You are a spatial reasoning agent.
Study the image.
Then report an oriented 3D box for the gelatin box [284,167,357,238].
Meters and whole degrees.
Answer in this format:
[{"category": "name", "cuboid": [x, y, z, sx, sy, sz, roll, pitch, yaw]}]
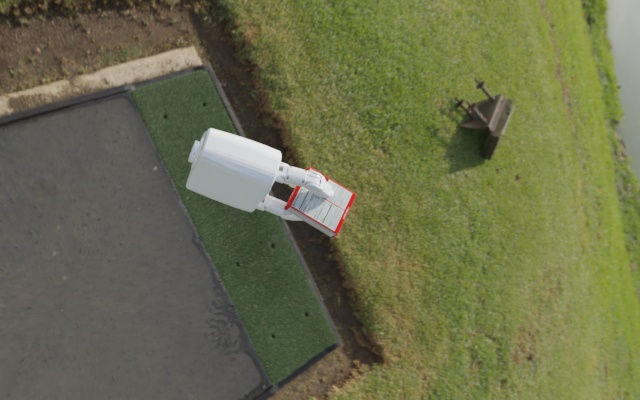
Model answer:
[{"category": "gelatin box", "cuboid": [0.001, 0.002, 0.725, 0.089, 0.073, 0.030, 30, -22, -10]}]
